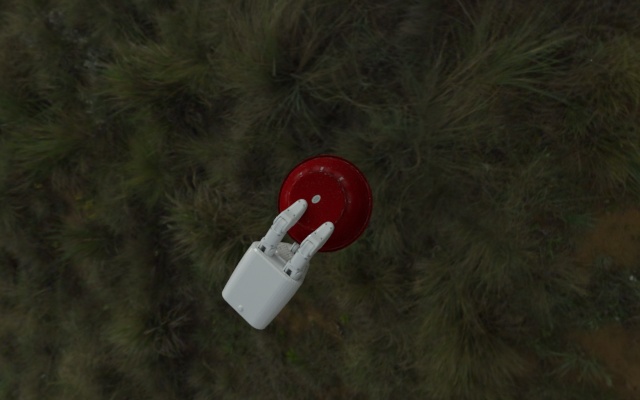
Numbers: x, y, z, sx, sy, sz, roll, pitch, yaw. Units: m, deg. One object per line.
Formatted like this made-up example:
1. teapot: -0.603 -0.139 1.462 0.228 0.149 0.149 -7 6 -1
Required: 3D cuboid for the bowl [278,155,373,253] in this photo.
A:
1. bowl: 0.001 0.001 0.759 0.162 0.162 0.055 0 -5 14
